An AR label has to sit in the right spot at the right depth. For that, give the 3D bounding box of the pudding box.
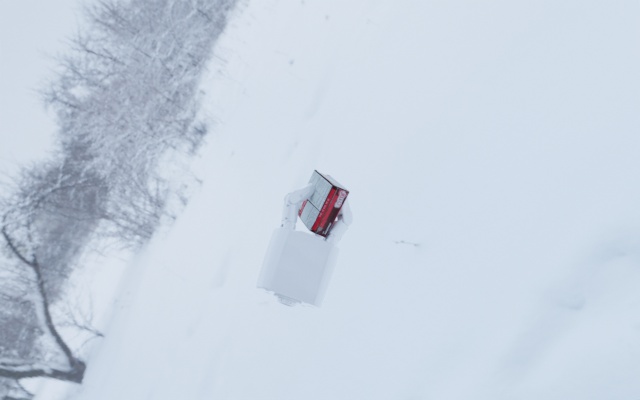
[{"bbox_3d":[0.000,0.003,0.839,0.039,0.090,0.113,24,9,-25],"label":"pudding box"}]
